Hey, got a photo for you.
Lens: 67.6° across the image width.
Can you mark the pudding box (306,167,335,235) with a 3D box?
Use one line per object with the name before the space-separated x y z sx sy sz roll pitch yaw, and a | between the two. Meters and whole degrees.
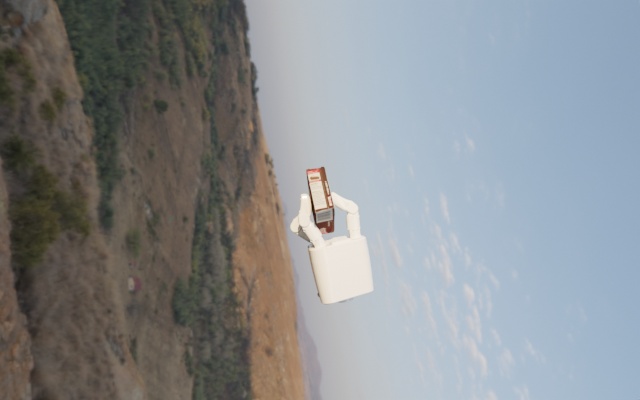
pudding box | 0.000 0.003 0.894 0.039 0.090 0.113 -11 -26 -6
